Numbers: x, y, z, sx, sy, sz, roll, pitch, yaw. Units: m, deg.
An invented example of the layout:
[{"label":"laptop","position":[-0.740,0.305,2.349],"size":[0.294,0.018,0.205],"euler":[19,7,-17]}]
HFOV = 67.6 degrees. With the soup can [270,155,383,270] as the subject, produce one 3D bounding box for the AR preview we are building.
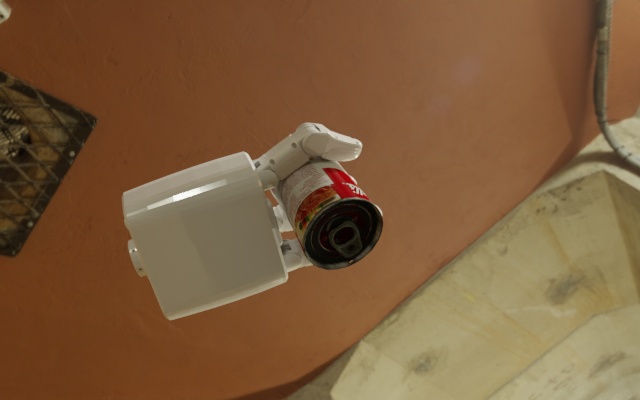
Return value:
[{"label":"soup can","position":[0.000,0.001,0.410],"size":[0.068,0.068,0.102],"euler":[0,32,-25]}]
